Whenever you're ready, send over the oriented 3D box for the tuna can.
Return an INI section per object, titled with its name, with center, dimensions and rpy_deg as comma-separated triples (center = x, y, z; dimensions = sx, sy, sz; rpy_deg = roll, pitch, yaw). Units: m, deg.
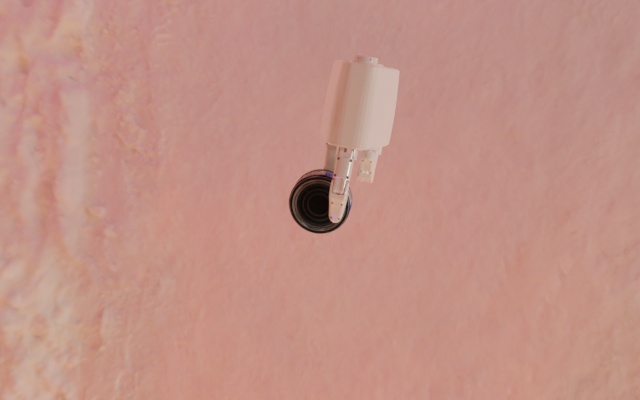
[tuna can]
center = 0.000, 0.002, 0.659
dimensions = 0.086, 0.086, 0.033
rpy_deg = 0, 18, 9
